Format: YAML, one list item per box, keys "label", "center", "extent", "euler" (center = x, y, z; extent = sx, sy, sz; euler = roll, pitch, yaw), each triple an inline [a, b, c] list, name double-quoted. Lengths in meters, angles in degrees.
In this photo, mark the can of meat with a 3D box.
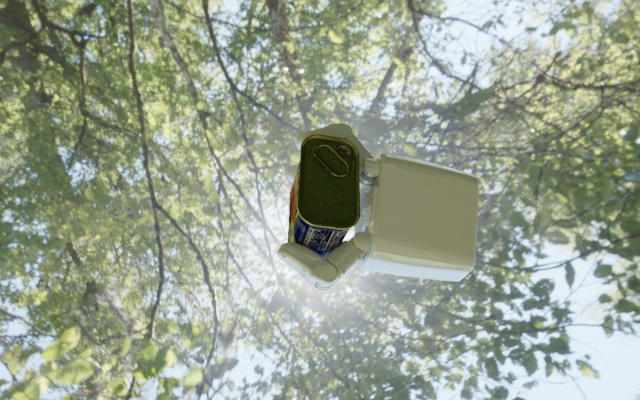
- label: "can of meat"
  center: [0.000, 0.002, 0.471]
  extent: [0.057, 0.102, 0.084]
  euler: [7, -33, -9]
